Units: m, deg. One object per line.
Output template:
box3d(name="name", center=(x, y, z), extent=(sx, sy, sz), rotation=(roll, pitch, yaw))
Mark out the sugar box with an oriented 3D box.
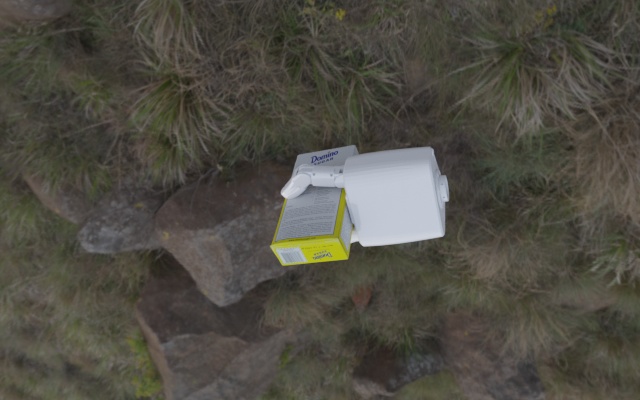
box3d(name="sugar box", center=(0.000, 0.003, 0.639), extent=(0.093, 0.048, 0.176), rotation=(-7, 41, 21))
